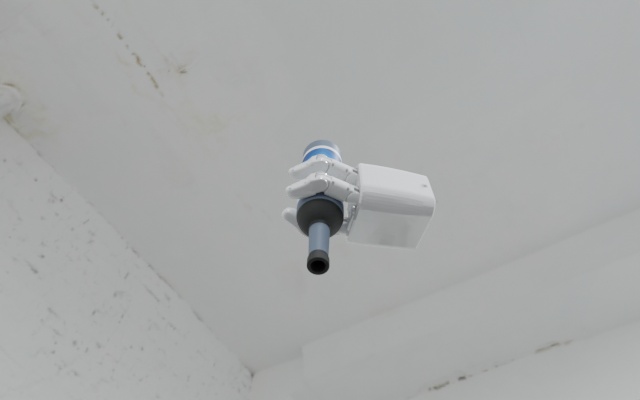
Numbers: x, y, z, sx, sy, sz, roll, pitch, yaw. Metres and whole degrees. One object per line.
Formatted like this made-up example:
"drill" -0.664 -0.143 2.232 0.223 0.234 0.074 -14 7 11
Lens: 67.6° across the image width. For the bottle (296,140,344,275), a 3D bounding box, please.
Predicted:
"bottle" 0.000 0.002 0.693 0.069 0.069 0.295 0 31 1
